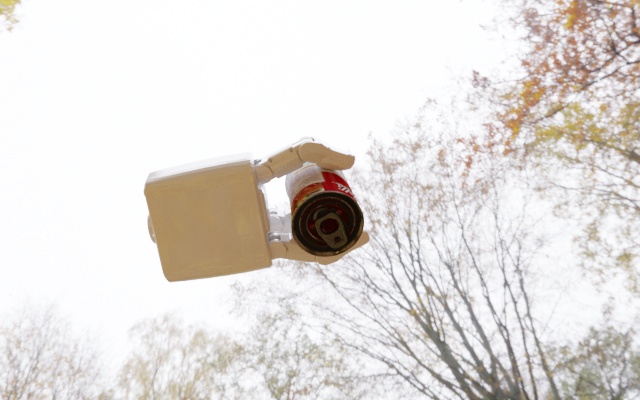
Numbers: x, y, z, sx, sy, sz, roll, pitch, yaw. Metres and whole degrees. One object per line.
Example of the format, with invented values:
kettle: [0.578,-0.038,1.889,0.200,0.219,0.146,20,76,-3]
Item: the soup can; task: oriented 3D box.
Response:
soup can: [0.001,0.001,0.481,0.068,0.068,0.102,0,25,-9]
